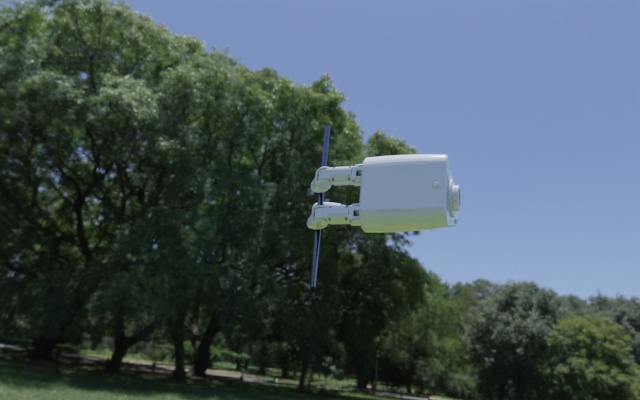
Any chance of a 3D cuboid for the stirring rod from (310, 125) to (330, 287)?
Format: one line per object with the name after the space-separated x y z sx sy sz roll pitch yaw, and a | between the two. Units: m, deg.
0.000 0.002 0.676 0.011 0.239 0.011 5 -19 2 | stirring rod
